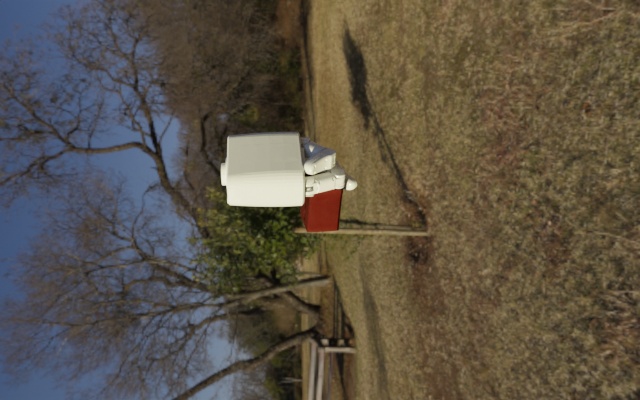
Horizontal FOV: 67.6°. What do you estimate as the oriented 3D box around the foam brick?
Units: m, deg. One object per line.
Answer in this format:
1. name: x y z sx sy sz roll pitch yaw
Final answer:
1. foam brick: 0.000 0.003 0.728 0.051 0.078 0.053 -5 34 -14
